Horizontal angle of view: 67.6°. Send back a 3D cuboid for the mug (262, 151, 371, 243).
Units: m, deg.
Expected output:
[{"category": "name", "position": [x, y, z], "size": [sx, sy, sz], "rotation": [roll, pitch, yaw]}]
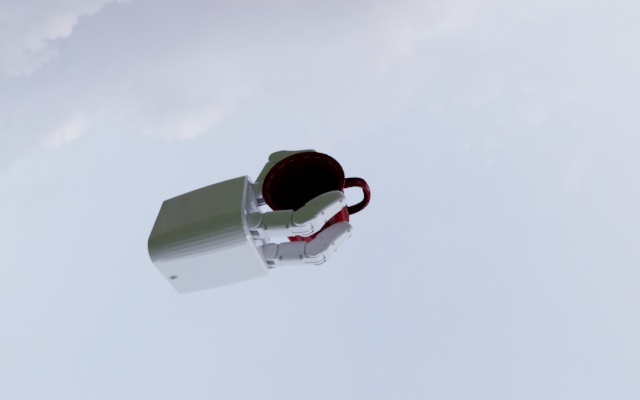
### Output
[{"category": "mug", "position": [0.002, 0.002, 0.550], "size": [0.117, 0.093, 0.082], "rotation": [-13, -40, 4]}]
